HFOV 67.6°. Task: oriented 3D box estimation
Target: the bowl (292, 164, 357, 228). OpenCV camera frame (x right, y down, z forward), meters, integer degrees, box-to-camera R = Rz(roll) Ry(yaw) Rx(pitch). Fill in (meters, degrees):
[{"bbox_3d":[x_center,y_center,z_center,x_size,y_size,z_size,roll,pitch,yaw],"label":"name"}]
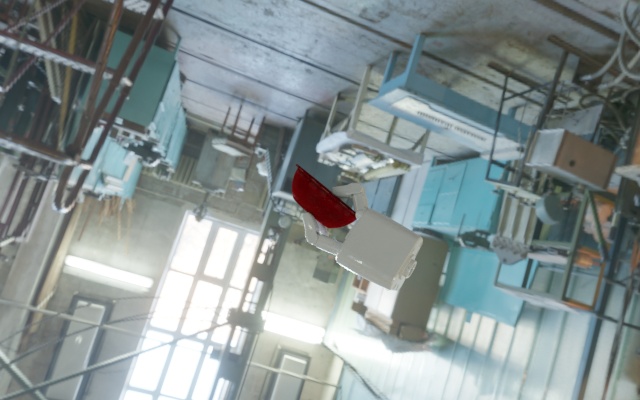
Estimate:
[{"bbox_3d":[-0.001,0.003,0.897,0.162,0.055,0.162,40,3,-3],"label":"bowl"}]
